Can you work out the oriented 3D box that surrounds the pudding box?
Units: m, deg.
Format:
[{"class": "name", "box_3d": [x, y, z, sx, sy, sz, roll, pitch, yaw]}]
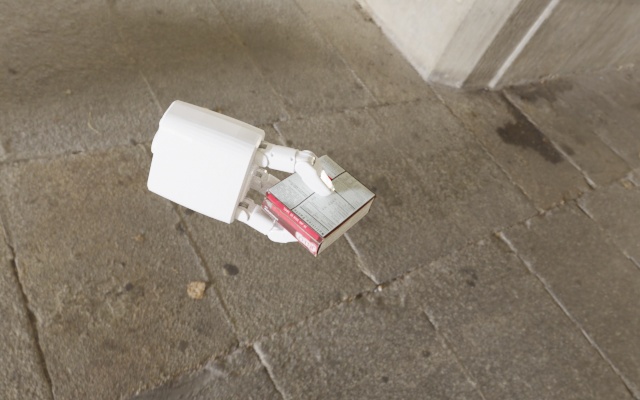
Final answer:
[{"class": "pudding box", "box_3d": [0.000, 0.002, 0.571, 0.113, 0.090, 0.039, -36, -20, -39]}]
